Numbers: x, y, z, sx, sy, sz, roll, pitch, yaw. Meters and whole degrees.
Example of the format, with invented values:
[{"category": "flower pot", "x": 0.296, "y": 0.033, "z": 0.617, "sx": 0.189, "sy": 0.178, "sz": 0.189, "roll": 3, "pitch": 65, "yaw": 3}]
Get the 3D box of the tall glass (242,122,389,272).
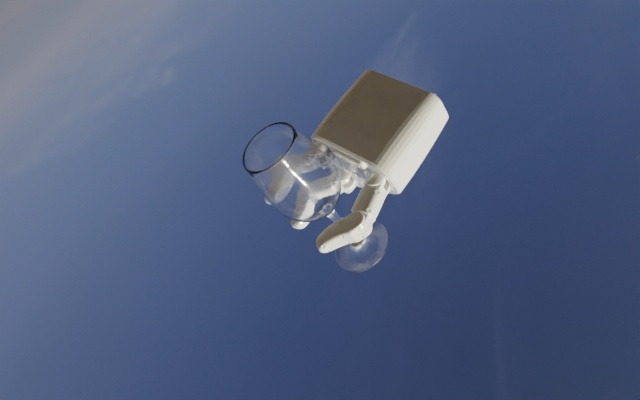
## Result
[{"category": "tall glass", "x": 0.000, "y": 0.002, "z": 0.523, "sx": 0.079, "sy": 0.079, "sz": 0.201, "roll": 0, "pitch": -32, "yaw": 37}]
